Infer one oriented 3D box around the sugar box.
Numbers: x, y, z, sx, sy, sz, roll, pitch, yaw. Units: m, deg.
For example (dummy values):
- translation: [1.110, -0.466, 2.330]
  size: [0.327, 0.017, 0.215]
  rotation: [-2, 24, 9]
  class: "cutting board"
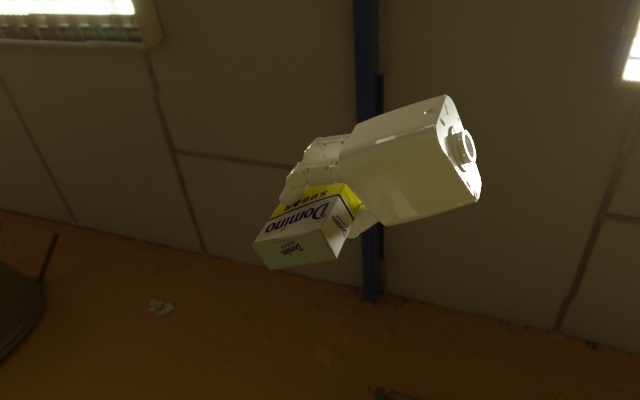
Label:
- translation: [0.000, 0.001, 0.561]
  size: [0.093, 0.048, 0.176]
  rotation: [-14, 27, 32]
  class: "sugar box"
